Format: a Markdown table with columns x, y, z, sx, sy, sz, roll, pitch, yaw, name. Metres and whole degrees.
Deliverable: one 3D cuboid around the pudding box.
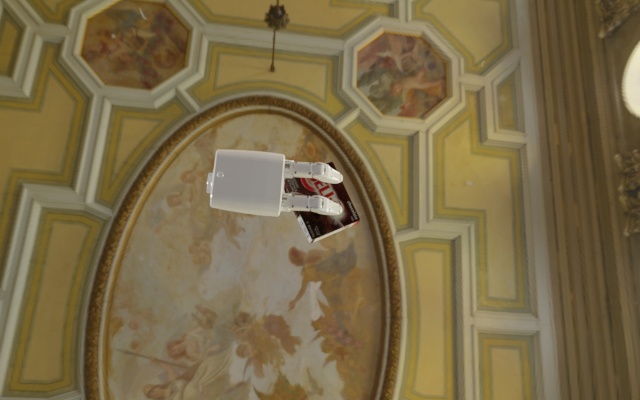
| x | y | z | sx | sy | sz | roll | pitch | yaw | name |
| --- | --- | --- | --- | --- | --- | --- | --- | --- | --- |
| 0.000 | 0.003 | 0.783 | 0.090 | 0.113 | 0.039 | -22 | -9 | -17 | pudding box |
